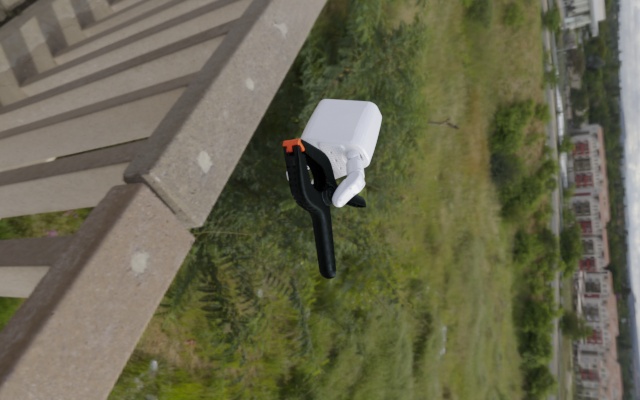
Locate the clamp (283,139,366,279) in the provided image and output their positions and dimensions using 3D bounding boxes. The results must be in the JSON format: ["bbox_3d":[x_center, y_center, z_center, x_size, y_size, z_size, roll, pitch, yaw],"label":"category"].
[{"bbox_3d":[0.001,0.002,0.702,0.036,0.164,0.210,-4,-42,33],"label":"clamp"}]
